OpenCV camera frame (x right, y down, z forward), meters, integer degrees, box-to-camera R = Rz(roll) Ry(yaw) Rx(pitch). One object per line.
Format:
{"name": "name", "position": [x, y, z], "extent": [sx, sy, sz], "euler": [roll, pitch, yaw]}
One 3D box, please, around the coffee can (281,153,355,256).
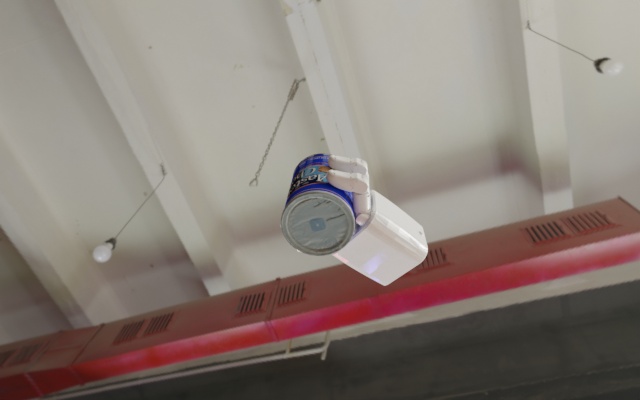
{"name": "coffee can", "position": [0.000, 0.002, 0.718], "extent": [0.103, 0.103, 0.140], "euler": [0, 28, 4]}
